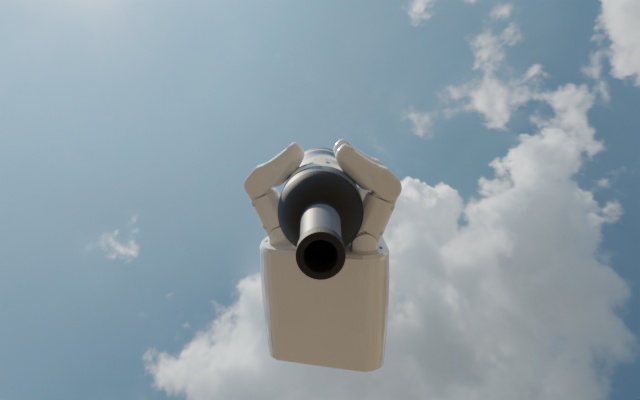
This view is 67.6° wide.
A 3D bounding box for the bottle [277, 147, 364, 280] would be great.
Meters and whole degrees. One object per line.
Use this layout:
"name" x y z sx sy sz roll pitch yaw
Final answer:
"bottle" 0.000 0.001 0.403 0.069 0.069 0.295 0 11 0
